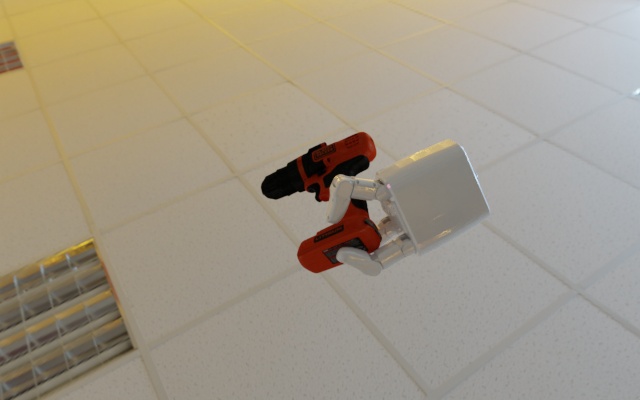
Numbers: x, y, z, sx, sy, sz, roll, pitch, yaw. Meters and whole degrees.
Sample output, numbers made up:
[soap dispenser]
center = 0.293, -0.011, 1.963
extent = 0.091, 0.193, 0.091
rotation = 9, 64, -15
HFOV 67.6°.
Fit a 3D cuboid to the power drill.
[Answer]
[power drill]
center = 0.000, 0.002, 0.656
extent = 0.184, 0.187, 0.057
rotation = -24, -42, 18
